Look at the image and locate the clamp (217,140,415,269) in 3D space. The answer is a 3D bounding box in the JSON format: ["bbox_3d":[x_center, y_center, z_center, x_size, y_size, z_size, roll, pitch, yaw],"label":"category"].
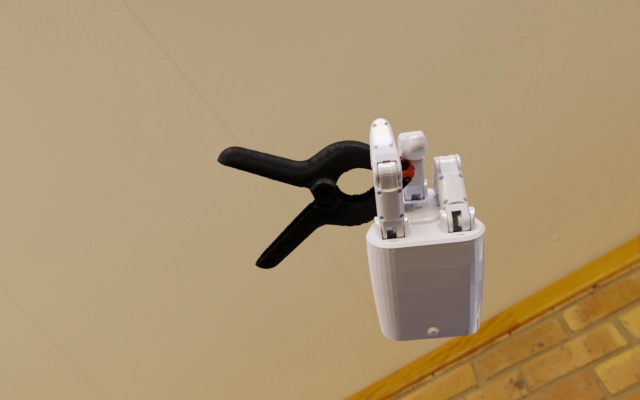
[{"bbox_3d":[0.000,0.001,0.435,0.171,0.120,0.039,-5,25,6],"label":"clamp"}]
